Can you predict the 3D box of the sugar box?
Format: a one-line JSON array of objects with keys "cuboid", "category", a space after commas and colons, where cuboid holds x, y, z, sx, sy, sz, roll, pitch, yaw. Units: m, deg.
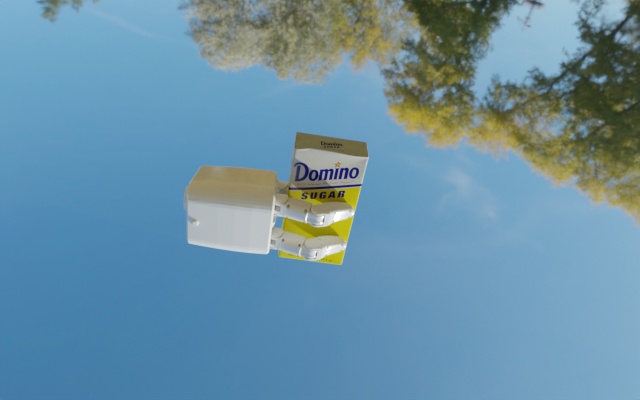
[{"cuboid": [0.000, 0.002, 0.632, 0.093, 0.176, 0.048, 7, 36, -5], "category": "sugar box"}]
